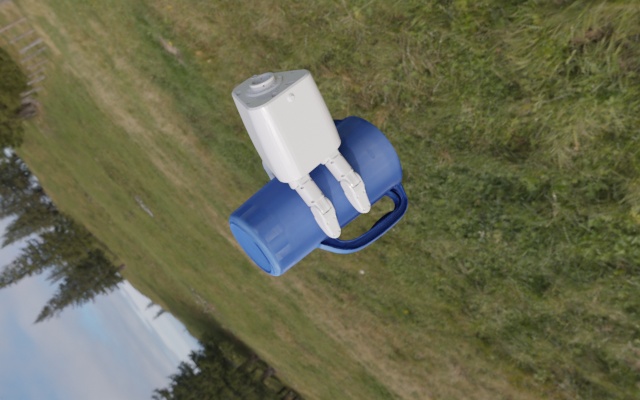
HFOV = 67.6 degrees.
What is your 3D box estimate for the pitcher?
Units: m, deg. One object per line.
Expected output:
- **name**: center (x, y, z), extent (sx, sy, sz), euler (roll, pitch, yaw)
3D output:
- **pitcher**: center (0.000, 0.002, 0.689), extent (0.242, 0.145, 0.149), euler (-39, 36, -21)
